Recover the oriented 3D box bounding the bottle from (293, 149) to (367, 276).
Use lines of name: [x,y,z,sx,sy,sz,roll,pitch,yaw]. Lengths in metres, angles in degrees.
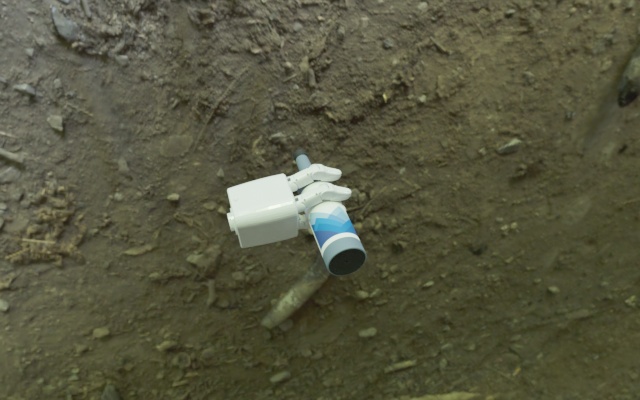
bottle: [0.000,0.003,0.861,0.069,0.069,0.295,0,40,-22]
